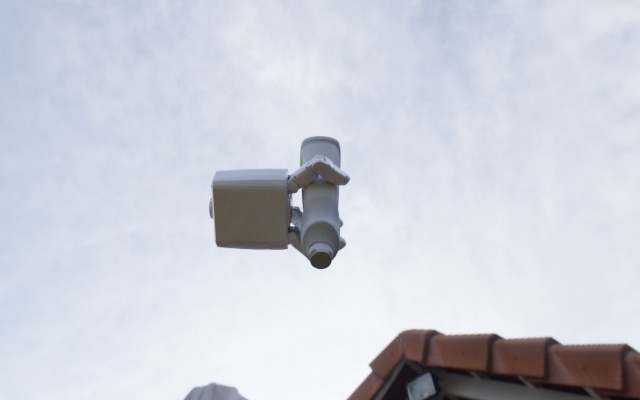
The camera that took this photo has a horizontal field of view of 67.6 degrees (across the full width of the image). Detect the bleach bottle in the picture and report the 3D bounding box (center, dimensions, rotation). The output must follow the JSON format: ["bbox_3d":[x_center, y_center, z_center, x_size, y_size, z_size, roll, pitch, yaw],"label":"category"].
[{"bbox_3d":[0.000,0.002,0.696,0.068,0.103,0.250,0,32,-1],"label":"bleach bottle"}]
